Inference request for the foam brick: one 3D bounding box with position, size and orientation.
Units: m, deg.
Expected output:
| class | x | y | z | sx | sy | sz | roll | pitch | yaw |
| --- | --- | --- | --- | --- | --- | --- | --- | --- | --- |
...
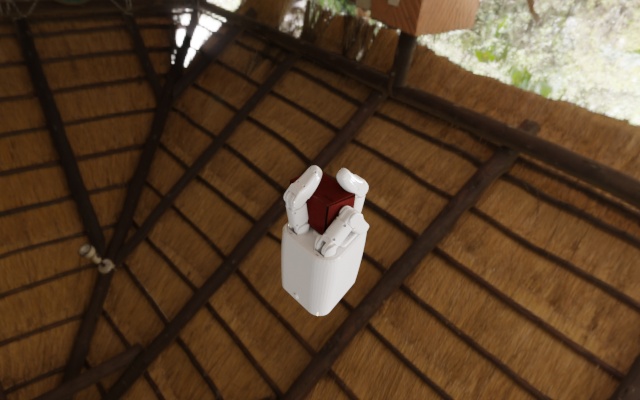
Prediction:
| class | x | y | z | sx | sy | sz | roll | pitch | yaw |
| --- | --- | --- | --- | --- | --- | --- | --- | --- | --- |
| foam brick | 0.000 | 0.002 | 0.644 | 0.053 | 0.051 | 0.078 | -23 | 44 | -35 |
